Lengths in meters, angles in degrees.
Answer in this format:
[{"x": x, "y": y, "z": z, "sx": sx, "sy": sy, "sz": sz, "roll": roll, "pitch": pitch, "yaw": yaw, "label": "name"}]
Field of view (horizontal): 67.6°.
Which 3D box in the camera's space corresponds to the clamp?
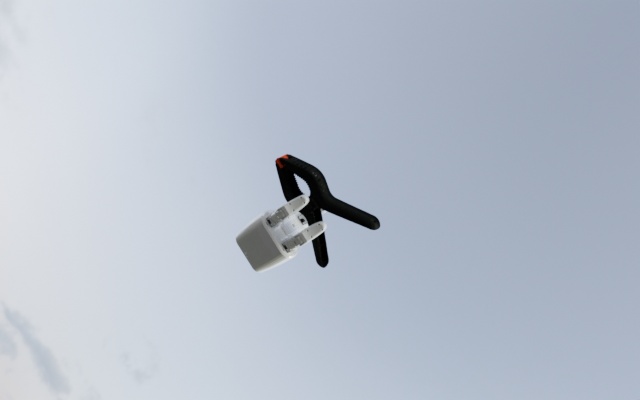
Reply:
[{"x": 0.000, "y": 0.002, "z": 0.825, "sx": 0.164, "sy": 0.210, "sz": 0.036, "roll": -33, "pitch": -1, "yaw": 41, "label": "clamp"}]
